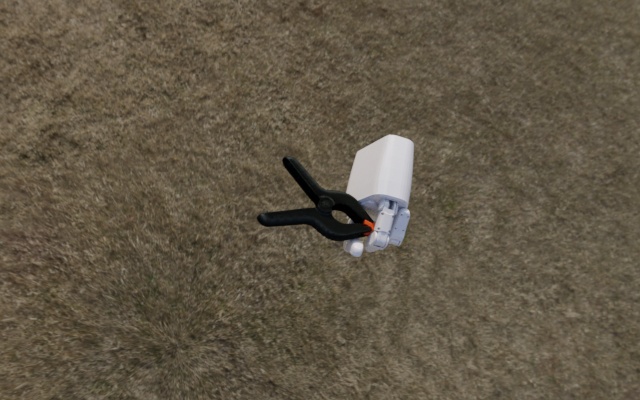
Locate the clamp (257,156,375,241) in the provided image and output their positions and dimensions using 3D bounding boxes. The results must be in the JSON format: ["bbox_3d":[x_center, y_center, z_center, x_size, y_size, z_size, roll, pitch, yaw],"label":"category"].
[{"bbox_3d":[0.000,0.002,0.709,0.171,0.120,0.039,17,-23,-11],"label":"clamp"}]
